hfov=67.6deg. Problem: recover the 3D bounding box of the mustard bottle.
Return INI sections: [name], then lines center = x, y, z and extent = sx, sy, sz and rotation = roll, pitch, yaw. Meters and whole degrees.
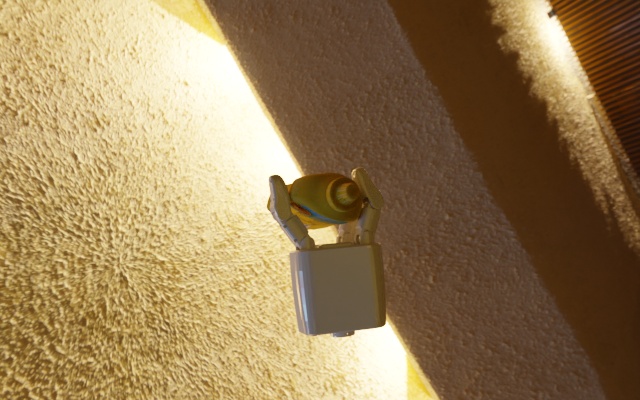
[mustard bottle]
center = 0.000, 0.002, 0.629
extent = 0.096, 0.058, 0.191
rotation = 23, -15, -19
